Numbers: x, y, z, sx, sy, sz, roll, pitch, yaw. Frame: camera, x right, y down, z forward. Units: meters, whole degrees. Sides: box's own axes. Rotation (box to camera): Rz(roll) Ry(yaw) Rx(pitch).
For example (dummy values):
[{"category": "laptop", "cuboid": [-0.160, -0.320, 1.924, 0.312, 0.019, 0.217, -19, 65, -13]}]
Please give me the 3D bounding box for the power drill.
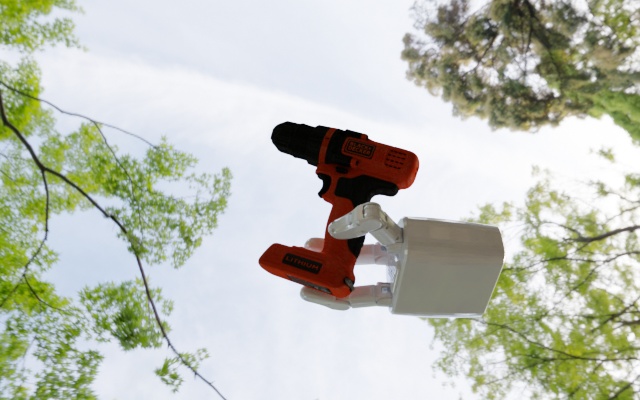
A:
[{"category": "power drill", "cuboid": [0.000, 0.002, 0.543, 0.184, 0.187, 0.057, 17, -17, 19]}]
